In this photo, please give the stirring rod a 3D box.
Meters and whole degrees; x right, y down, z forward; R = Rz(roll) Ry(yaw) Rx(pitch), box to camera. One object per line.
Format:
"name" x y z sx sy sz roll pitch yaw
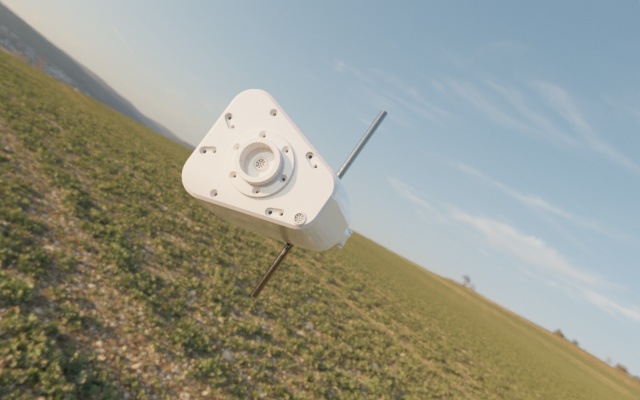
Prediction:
"stirring rod" 0.000 0.002 0.505 0.011 0.239 0.011 35 -6 4
